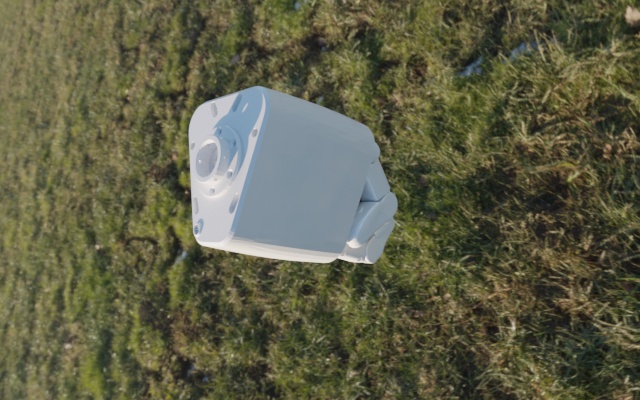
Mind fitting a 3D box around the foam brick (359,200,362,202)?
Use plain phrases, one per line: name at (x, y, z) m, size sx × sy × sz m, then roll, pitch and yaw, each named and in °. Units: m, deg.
foam brick at (0.000, 0.002, 0.436) m, size 0.078 × 0.053 × 0.051 m, roll -3°, pitch -11°, yaw 44°
